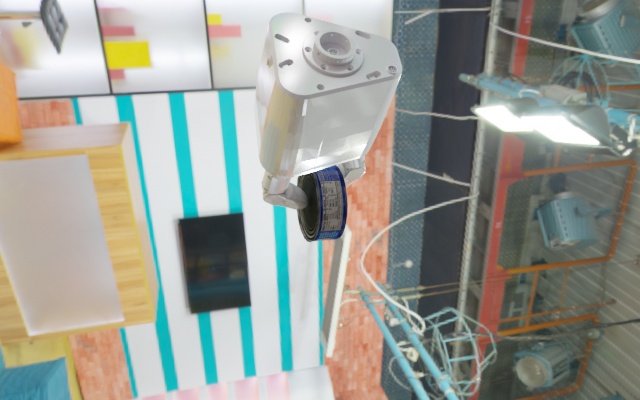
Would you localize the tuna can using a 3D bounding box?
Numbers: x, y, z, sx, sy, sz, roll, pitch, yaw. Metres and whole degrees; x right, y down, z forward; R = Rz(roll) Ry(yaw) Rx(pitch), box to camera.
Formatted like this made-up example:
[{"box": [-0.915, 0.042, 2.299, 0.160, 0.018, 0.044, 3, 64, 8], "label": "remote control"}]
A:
[{"box": [0.001, 0.002, 0.522, 0.034, 0.086, 0.086, -3, 1, -18], "label": "tuna can"}]
